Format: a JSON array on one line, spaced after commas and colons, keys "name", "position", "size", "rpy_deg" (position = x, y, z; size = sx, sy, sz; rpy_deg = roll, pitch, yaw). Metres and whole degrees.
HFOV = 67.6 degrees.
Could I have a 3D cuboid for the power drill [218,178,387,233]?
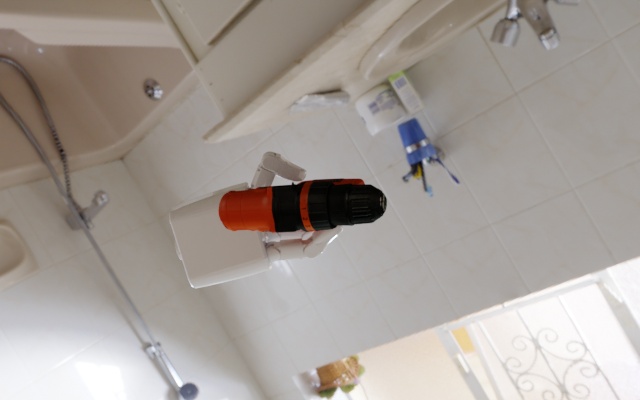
[{"name": "power drill", "position": [0.000, 0.002, 0.568], "size": [0.184, 0.057, 0.187], "rpy_deg": [-1, 2, 19]}]
